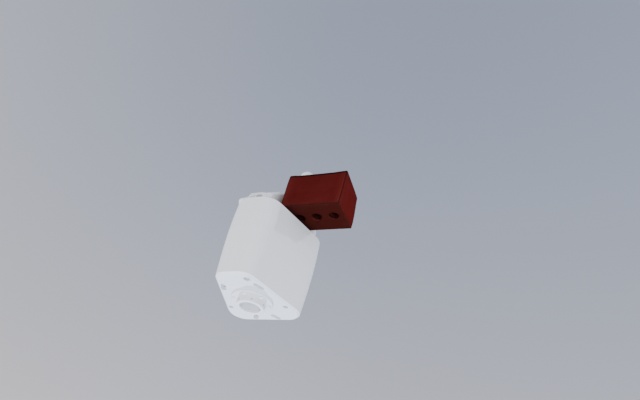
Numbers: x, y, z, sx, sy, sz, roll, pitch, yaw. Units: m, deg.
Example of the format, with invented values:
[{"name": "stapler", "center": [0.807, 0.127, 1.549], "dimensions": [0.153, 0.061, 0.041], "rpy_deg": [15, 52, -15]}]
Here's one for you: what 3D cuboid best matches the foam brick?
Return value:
[{"name": "foam brick", "center": [0.000, 0.002, 0.590], "dimensions": [0.078, 0.051, 0.053], "rpy_deg": [-5, -43, 22]}]
